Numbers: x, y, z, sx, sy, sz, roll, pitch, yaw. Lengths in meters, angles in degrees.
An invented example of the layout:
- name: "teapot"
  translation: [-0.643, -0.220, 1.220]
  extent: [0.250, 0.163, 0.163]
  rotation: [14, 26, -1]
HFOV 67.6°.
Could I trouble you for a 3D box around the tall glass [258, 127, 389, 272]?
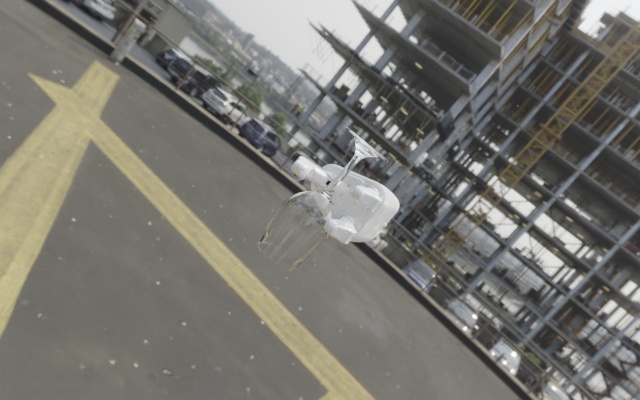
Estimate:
- name: "tall glass"
  translation: [0.000, 0.002, 0.646]
  extent: [0.079, 0.201, 0.079]
  rotation: [39, 9, -7]
